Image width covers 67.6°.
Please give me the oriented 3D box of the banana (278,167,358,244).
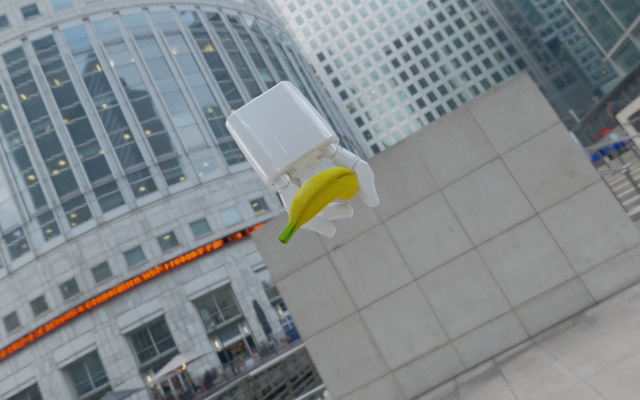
[{"bbox_3d":[0.009,-0.010,0.574,0.037,0.070,0.197,44,28,10],"label":"banana"}]
